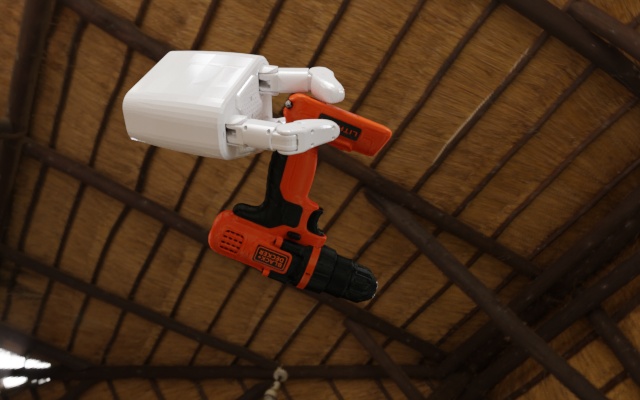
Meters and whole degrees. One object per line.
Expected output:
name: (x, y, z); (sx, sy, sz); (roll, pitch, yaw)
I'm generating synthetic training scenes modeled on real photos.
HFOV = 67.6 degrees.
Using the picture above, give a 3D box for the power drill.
power drill: (0.000, 0.001, 0.482); (0.184, 0.188, 0.057); (22, 11, -8)
